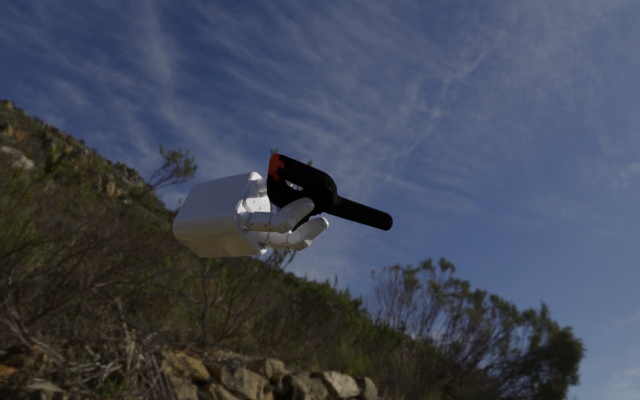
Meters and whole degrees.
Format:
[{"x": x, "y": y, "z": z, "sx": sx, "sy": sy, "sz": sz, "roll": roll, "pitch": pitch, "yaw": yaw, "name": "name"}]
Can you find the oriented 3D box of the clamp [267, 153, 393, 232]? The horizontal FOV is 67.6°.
[{"x": 0.000, "y": 0.001, "z": 0.654, "sx": 0.164, "sy": 0.036, "sz": 0.210, "roll": -8, "pitch": -32, "yaw": 20, "name": "clamp"}]
